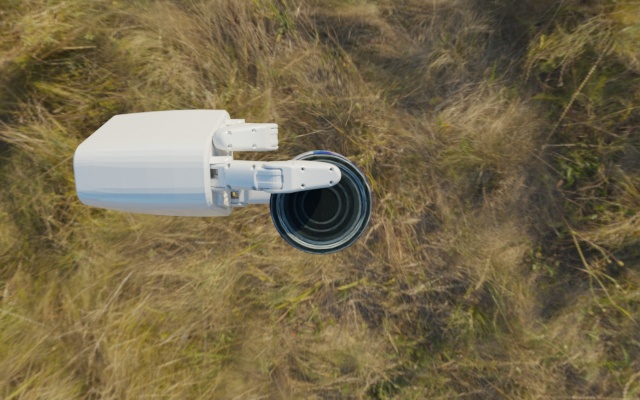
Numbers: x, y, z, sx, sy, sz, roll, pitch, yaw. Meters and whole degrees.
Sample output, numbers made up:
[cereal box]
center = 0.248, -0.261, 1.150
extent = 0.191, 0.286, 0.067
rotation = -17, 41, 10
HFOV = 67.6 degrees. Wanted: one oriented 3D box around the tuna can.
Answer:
[tuna can]
center = 0.000, 0.001, 0.401
extent = 0.086, 0.086, 0.033
rotation = 0, 8, -3
